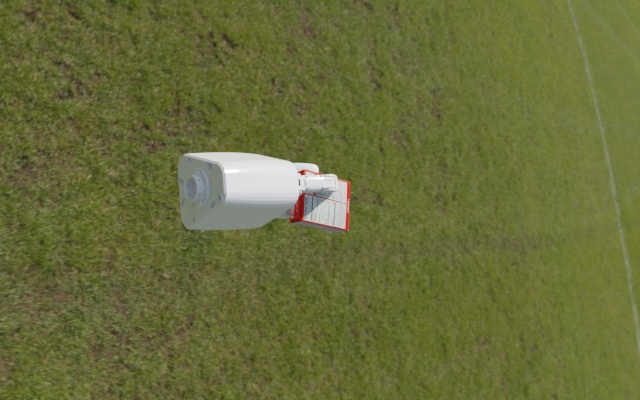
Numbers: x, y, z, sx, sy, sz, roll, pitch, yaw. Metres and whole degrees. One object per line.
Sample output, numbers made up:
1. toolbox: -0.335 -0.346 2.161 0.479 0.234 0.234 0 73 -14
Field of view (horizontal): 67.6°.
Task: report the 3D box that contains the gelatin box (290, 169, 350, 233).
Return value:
1. gelatin box: 0.001 0.002 0.671 0.089 0.073 0.030 14 -18 -37
